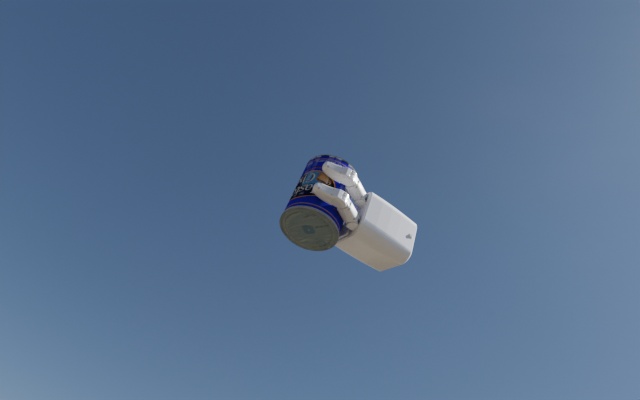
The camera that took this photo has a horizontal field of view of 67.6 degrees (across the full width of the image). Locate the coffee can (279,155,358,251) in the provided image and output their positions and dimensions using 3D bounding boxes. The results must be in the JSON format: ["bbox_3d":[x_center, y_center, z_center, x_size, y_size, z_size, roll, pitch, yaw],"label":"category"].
[{"bbox_3d":[0.000,0.003,0.833,0.103,0.103,0.140,0,43,23],"label":"coffee can"}]
